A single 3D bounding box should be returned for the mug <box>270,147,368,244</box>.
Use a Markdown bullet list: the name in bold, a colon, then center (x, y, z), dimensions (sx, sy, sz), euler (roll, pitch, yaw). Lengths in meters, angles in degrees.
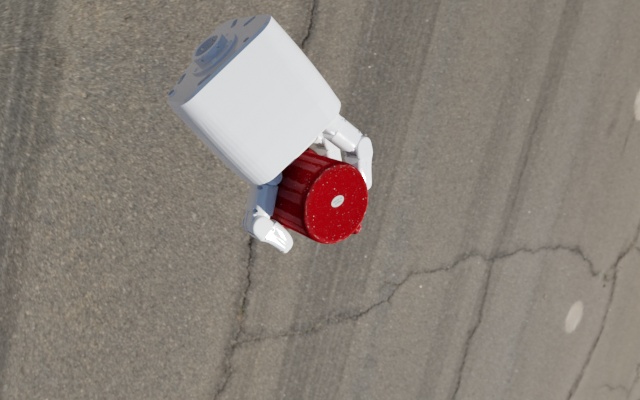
- **mug**: center (0.001, 0.003, 0.490), dimensions (0.081, 0.093, 0.117), euler (21, -18, 50)
